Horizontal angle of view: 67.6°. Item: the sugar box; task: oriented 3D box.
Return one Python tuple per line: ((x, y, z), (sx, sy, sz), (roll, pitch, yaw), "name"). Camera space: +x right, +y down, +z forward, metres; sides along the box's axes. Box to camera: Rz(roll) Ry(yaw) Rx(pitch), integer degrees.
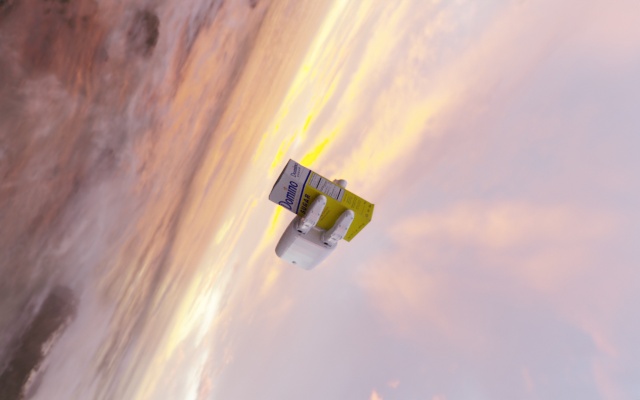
((0.000, 0.003, 0.863), (0.176, 0.048, 0.093), (26, -38, -9), "sugar box")
